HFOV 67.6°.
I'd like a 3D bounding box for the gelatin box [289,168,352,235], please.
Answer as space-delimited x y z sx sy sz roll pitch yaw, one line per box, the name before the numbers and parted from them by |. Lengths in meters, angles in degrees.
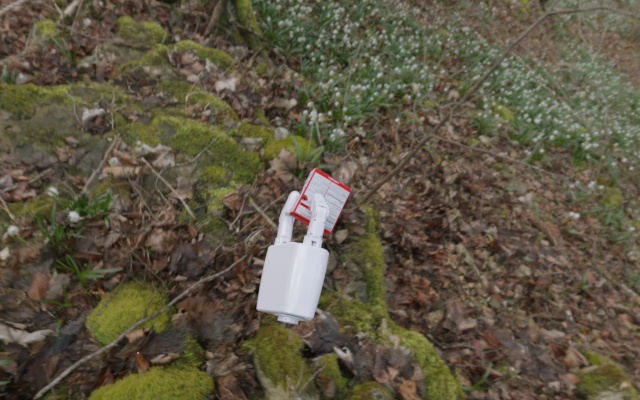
gelatin box | 0.000 0.002 0.797 0.073 0.089 0.030 30 -17 -12
